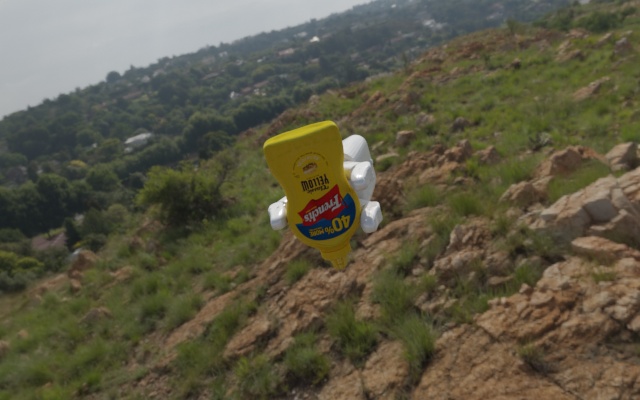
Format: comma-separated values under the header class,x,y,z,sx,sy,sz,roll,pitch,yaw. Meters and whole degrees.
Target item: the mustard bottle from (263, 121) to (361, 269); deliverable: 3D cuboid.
class,x,y,z,sx,sy,sz,roll,pitch,yaw
mustard bottle,0.000,0.002,0.614,0.096,0.192,0.058,-18,19,-2
